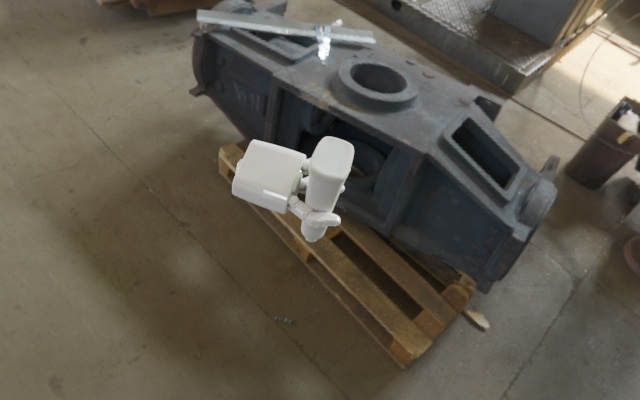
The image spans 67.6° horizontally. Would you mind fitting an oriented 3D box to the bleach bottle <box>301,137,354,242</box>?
[{"bbox_3d":[0.000,0.003,0.895,0.068,0.102,0.251,19,-41,3],"label":"bleach bottle"}]
